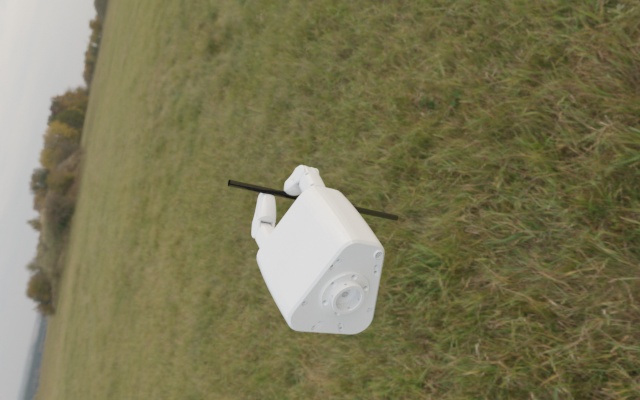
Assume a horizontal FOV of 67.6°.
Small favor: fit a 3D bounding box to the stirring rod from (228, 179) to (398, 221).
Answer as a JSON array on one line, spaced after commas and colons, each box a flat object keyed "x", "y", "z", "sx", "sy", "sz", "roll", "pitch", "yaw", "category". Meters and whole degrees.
[{"x": 0.000, "y": 0.002, "z": 0.599, "sx": 0.239, "sy": 0.011, "sz": 0.011, "roll": 12, "pitch": -6, "yaw": -28, "category": "stirring rod"}]
